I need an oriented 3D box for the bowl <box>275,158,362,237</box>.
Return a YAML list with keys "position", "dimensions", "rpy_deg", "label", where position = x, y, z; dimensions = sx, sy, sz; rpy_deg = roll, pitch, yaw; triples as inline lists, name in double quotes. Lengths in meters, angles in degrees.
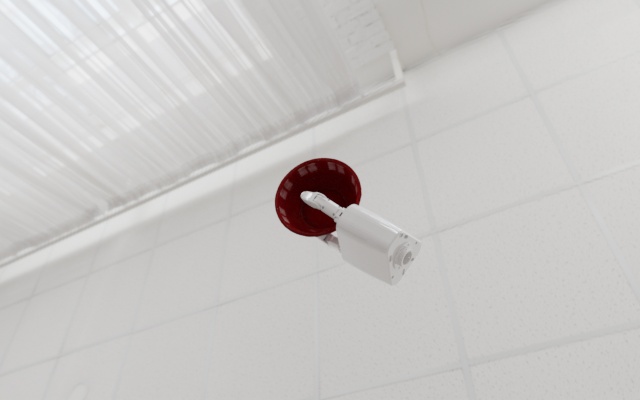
- position: [-0.001, 0.002, 0.879]
  dimensions: [0.162, 0.162, 0.055]
  rpy_deg: [0, -27, 16]
  label: "bowl"
